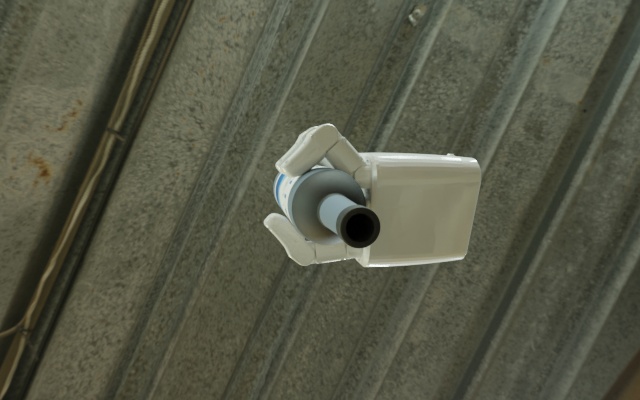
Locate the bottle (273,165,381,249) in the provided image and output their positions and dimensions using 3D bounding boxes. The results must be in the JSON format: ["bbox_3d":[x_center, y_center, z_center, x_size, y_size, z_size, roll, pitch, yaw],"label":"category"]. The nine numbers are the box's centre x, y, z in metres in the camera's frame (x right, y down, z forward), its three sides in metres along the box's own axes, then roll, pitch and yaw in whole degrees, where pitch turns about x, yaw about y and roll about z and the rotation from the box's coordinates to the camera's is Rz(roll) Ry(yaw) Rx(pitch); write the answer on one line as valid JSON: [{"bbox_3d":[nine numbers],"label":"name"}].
[{"bbox_3d":[0.000,0.001,0.450,0.069,0.069,0.295,0,6,-10],"label":"bottle"}]
